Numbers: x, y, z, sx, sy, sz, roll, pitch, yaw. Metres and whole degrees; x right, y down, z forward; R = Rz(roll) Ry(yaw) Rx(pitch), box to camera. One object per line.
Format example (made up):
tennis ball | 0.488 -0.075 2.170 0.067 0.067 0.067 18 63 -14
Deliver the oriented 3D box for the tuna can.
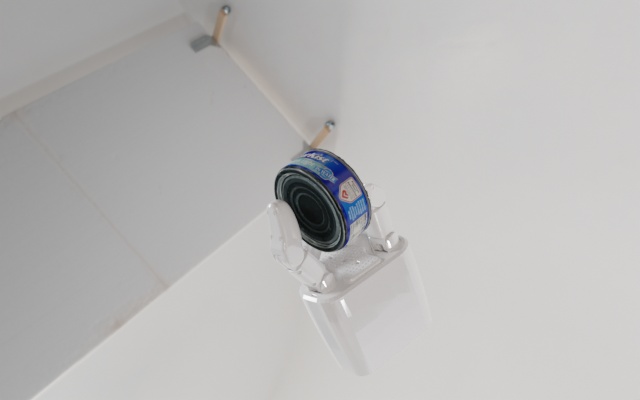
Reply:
tuna can | 0.000 0.002 0.408 0.033 0.086 0.086 -36 22 -33
